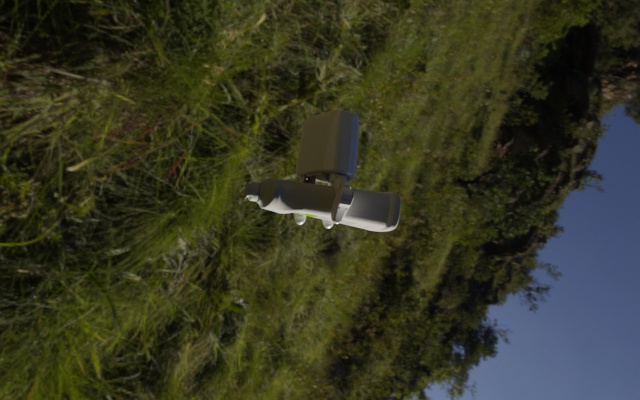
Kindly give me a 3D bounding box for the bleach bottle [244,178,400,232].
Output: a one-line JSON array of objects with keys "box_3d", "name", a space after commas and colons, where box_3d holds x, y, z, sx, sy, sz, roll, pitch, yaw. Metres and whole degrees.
[{"box_3d": [0.000, 0.003, 0.795, 0.251, 0.068, 0.102, 10, -9, -21], "name": "bleach bottle"}]
